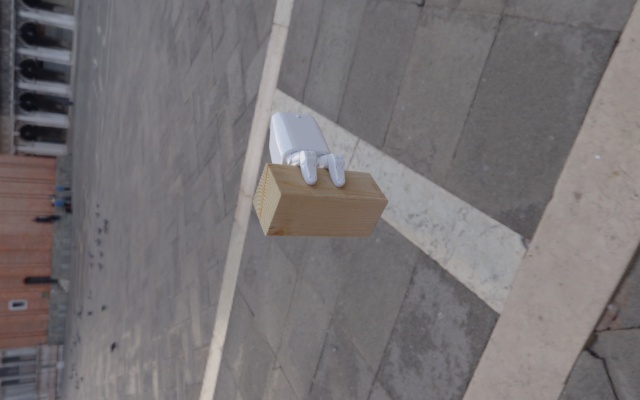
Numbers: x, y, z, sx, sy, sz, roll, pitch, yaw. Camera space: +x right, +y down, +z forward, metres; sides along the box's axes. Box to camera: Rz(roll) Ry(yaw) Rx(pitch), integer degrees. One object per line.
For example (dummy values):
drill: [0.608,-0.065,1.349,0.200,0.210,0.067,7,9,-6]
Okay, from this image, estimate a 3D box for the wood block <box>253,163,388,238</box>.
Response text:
wood block: [0.000,0.003,0.834,0.206,0.091,0.090,3,39,-29]
